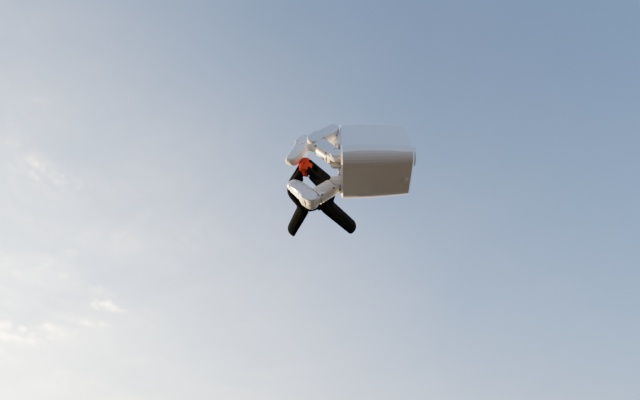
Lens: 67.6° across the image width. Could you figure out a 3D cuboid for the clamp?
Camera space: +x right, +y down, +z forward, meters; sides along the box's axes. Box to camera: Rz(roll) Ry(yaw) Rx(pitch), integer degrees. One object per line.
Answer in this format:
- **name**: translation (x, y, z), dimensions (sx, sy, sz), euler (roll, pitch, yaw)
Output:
- **clamp**: translation (0.000, 0.002, 0.789), dimensions (0.120, 0.039, 0.172), euler (-2, -41, 1)
